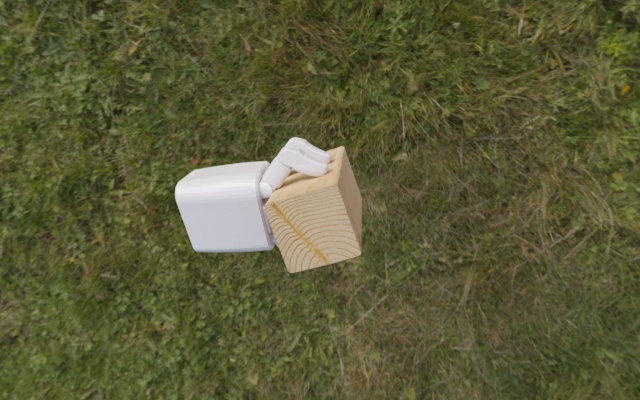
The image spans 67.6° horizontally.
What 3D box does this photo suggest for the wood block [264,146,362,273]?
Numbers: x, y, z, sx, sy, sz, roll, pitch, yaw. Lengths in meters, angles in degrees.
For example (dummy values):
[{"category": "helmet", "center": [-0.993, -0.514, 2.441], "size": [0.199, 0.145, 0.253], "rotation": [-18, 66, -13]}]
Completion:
[{"category": "wood block", "center": [0.000, 0.002, 0.630], "size": [0.090, 0.091, 0.206], "rotation": [-16, 16, 10]}]
